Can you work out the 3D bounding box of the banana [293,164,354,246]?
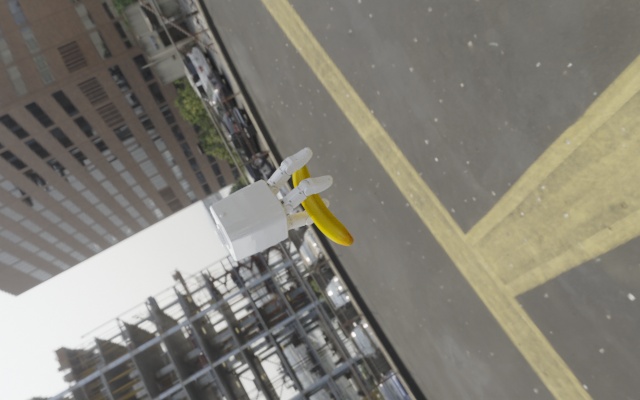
[{"bbox_3d":[-0.004,0.008,0.859,0.037,0.197,0.070,-24,-20,-20],"label":"banana"}]
